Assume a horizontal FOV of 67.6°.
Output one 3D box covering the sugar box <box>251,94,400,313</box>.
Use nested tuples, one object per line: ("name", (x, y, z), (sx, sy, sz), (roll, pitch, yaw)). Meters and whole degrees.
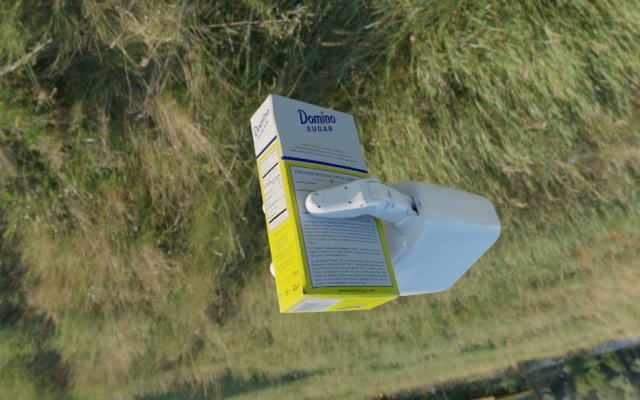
("sugar box", (0.000, 0.002, 0.401), (0.093, 0.176, 0.048), (8, -33, -35))
